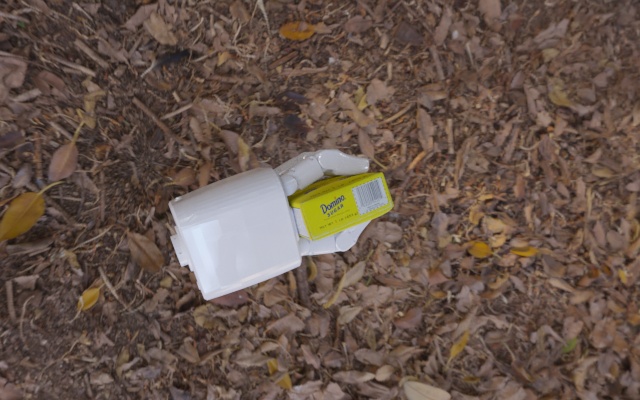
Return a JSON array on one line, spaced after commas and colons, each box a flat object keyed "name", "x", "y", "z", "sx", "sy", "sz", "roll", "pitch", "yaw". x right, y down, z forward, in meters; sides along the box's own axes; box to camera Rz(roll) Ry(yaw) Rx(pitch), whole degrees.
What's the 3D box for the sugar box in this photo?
[{"name": "sugar box", "x": 0.000, "y": 0.001, "z": 0.540, "sx": 0.093, "sy": 0.048, "sz": 0.176, "roll": -20, "pitch": 11, "yaw": -17}]
